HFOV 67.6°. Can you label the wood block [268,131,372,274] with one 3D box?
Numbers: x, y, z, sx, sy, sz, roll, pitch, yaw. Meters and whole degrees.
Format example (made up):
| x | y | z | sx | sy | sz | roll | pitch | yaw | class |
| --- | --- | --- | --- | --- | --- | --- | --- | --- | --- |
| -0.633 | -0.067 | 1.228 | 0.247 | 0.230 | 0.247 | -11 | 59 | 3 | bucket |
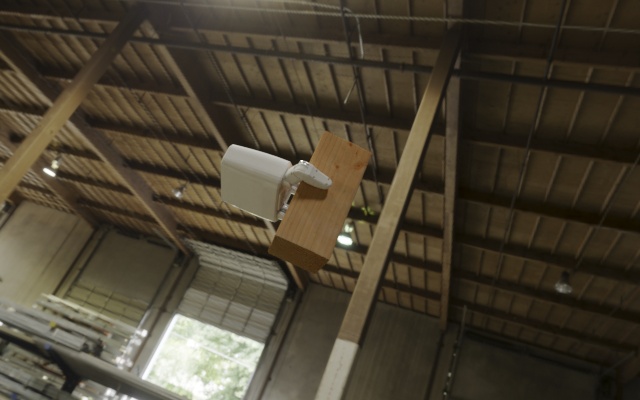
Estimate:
| x | y | z | sx | sy | sz | roll | pitch | yaw | class |
| --- | --- | --- | --- | --- | --- | --- | --- | --- | --- |
| 0.000 | 0.002 | 0.785 | 0.090 | 0.206 | 0.091 | 25 | -26 | -3 | wood block |
